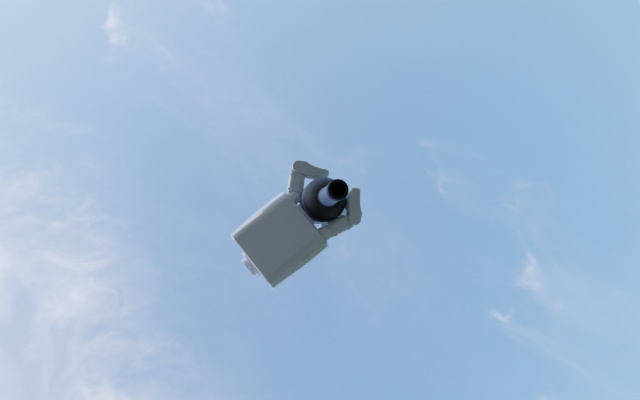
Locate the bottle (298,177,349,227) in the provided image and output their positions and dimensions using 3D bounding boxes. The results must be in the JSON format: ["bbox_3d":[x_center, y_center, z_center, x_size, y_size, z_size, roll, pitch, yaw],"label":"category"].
[{"bbox_3d":[0.000,0.002,0.748,0.069,0.069,0.296,0,-6,-9],"label":"bottle"}]
